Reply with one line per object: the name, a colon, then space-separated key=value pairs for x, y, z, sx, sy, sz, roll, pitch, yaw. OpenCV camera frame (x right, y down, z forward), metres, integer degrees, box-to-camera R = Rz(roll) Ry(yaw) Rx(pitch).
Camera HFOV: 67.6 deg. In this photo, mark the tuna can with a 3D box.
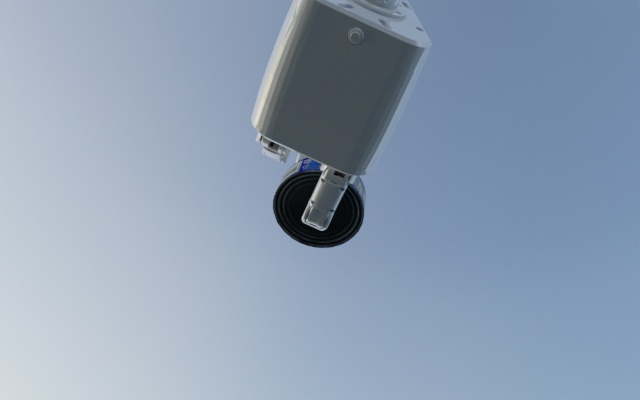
tuna can: x=0.000 y=0.001 z=0.455 sx=0.086 sy=0.086 sz=0.033 roll=0 pitch=33 yaw=11
